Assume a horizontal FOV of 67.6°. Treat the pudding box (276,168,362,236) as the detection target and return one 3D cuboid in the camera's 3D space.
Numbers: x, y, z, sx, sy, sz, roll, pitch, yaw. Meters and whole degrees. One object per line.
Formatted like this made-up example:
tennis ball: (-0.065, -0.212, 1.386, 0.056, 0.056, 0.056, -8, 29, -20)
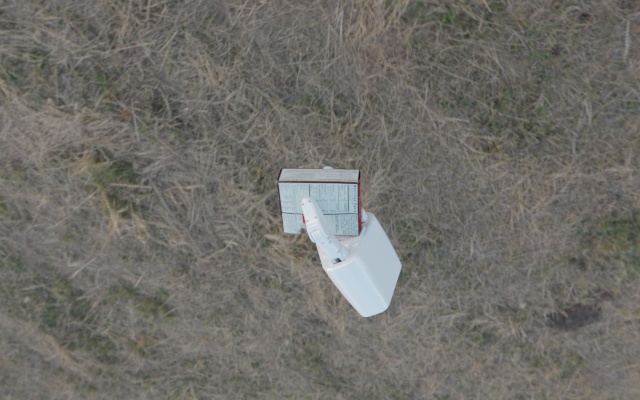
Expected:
pudding box: (0.000, 0.002, 0.655, 0.113, 0.090, 0.039, 1, 33, 6)
